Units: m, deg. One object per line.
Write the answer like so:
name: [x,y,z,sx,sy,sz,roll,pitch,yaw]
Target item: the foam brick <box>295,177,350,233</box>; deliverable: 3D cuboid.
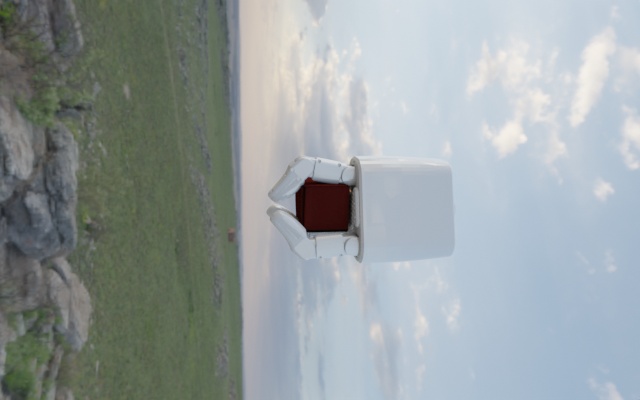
foam brick: [0.000,0.002,0.542,0.051,0.053,0.078,-1,13,-8]
